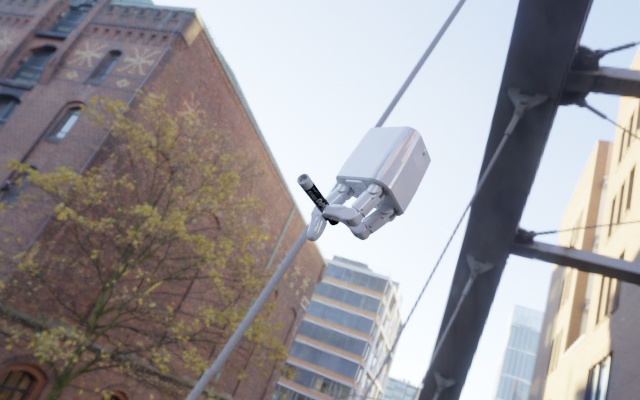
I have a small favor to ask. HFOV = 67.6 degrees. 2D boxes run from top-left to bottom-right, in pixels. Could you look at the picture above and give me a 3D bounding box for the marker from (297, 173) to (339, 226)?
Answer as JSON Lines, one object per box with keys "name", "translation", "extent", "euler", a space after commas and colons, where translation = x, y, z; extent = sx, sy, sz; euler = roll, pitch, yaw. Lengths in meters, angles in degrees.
{"name": "marker", "translation": [0.000, 0.002, 0.698], "extent": [0.020, 0.020, 0.121], "euler": [0, -32, 29]}
